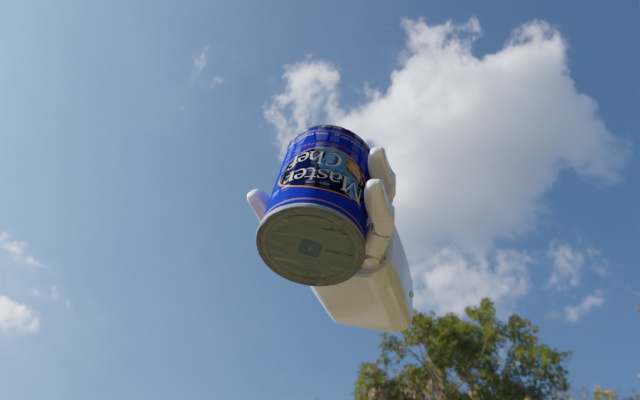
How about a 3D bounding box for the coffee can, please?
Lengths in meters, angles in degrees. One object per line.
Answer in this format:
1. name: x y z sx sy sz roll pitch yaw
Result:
1. coffee can: 0.000 0.002 0.491 0.103 0.103 0.140 0 39 11
